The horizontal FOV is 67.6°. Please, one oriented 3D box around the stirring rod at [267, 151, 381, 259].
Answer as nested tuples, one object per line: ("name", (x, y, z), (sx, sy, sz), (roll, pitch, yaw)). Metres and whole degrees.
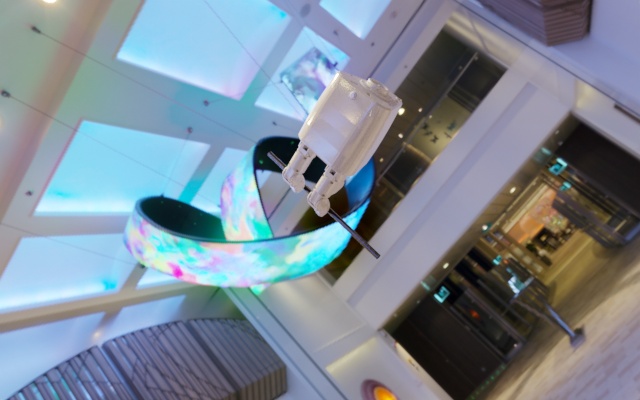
("stirring rod", (0.000, 0.002, 0.711), (0.239, 0.011, 0.011), (43, 19, 22))
